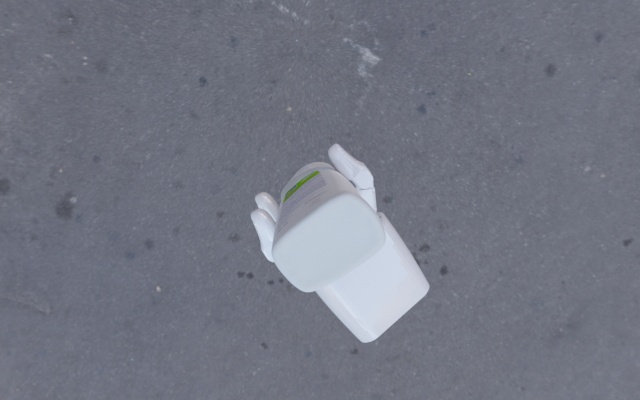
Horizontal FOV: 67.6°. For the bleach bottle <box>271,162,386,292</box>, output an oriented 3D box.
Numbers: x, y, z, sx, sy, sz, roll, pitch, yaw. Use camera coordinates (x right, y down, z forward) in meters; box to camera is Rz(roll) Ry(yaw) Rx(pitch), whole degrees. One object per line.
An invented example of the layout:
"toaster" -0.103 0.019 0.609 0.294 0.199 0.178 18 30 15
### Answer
"bleach bottle" 0.000 0.002 0.530 0.102 0.068 0.250 -35 16 9
